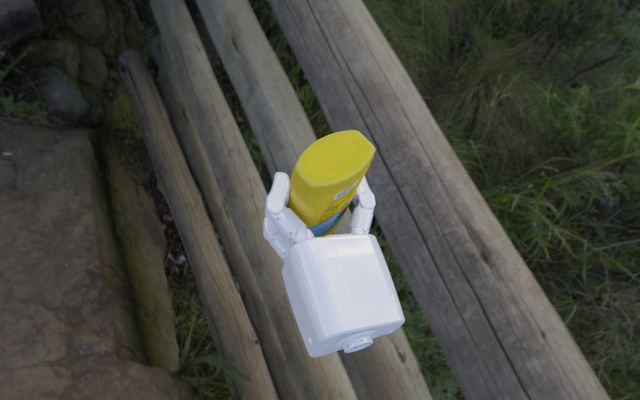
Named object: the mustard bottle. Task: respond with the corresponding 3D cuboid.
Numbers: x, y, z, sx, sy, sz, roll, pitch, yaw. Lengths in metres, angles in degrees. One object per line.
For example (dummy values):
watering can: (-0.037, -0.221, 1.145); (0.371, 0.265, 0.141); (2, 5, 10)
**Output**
mustard bottle: (0.000, 0.001, 0.576); (0.096, 0.058, 0.192); (-35, -18, -28)
